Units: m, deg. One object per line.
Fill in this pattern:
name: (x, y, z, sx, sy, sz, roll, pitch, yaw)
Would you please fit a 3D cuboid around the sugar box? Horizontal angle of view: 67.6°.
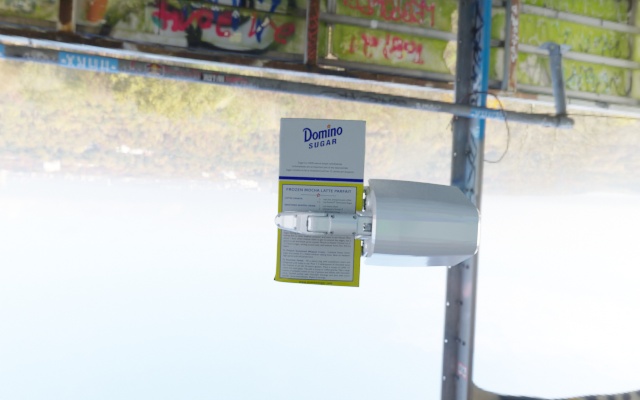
sugar box: (0.000, 0.002, 0.518, 0.093, 0.176, 0.048, 3, 0, 2)
